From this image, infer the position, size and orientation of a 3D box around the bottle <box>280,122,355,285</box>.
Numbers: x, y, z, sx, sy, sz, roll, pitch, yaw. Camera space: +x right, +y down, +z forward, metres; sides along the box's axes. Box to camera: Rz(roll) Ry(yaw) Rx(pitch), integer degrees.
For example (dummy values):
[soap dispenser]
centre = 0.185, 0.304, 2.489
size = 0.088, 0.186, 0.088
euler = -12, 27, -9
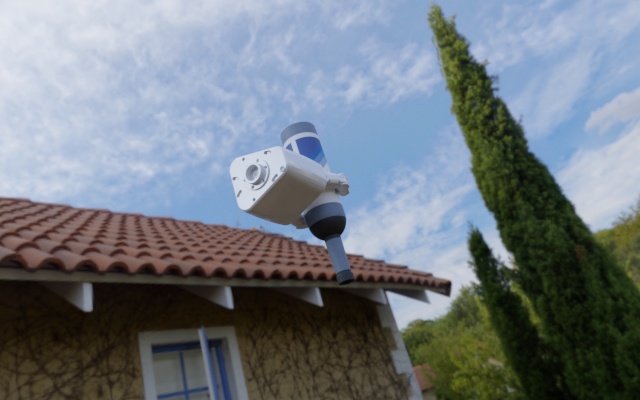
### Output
[bottle]
centre = 0.000, 0.002, 0.819
size = 0.069, 0.295, 0.069
euler = -15, -24, -7
